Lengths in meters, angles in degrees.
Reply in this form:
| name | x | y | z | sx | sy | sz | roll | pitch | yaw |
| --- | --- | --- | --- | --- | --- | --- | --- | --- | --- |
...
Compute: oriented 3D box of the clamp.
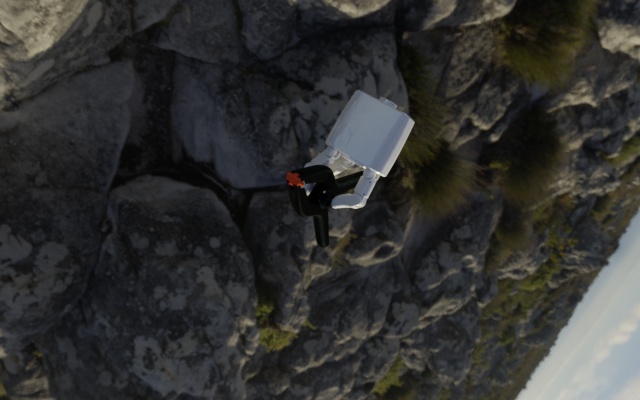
| name | x | y | z | sx | sy | sz | roll | pitch | yaw |
| --- | --- | --- | --- | --- | --- | --- | --- | --- | --- |
| clamp | 0.001 | 0.003 | 0.831 | 0.036 | 0.164 | 0.210 | 31 | 7 | 32 |
